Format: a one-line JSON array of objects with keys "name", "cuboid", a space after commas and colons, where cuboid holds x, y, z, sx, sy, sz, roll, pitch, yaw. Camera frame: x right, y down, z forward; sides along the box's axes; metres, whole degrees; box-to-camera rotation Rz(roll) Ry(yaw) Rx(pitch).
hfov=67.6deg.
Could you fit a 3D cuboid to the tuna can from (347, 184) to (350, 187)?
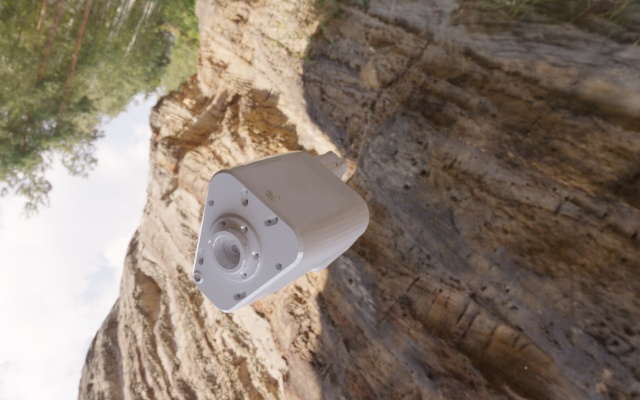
[{"name": "tuna can", "cuboid": [0.000, 0.002, 0.525, 0.086, 0.034, 0.086, 22, 28, -12]}]
